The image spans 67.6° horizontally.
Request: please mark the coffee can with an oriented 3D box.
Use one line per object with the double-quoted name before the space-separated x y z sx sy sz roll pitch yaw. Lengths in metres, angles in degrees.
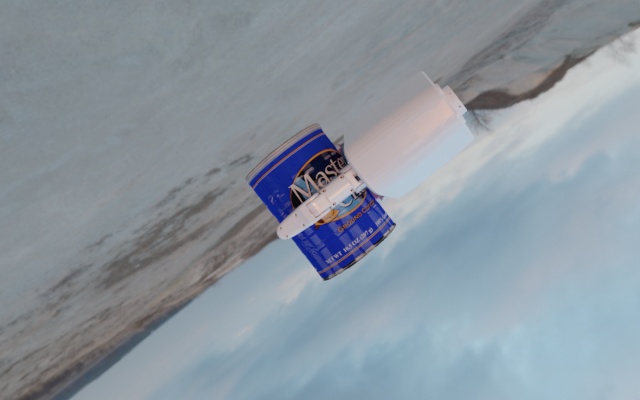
"coffee can" 0.000 0.002 0.527 0.103 0.140 0.103 -38 0 0
